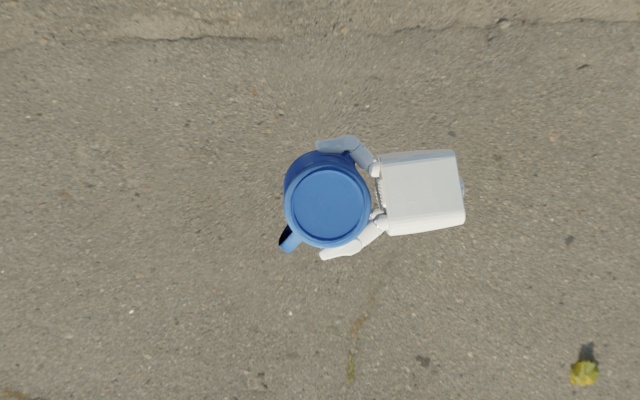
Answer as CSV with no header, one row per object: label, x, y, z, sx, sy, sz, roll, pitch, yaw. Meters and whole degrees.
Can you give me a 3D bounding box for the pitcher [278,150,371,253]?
pitcher,0.000,0.002,0.692,0.145,0.149,0.243,-6,7,0
